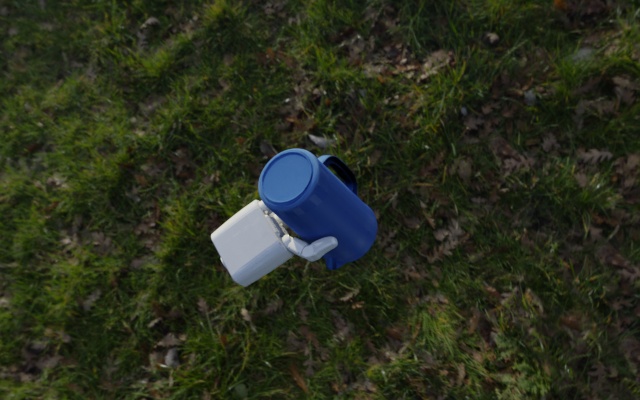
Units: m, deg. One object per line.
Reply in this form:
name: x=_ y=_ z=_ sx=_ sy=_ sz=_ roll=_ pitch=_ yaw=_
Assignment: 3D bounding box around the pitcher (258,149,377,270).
pitcher: x=0.000 y=0.003 z=0.828 sx=0.145 sy=0.149 sz=0.243 roll=-36 pitch=-35 yaw=7
